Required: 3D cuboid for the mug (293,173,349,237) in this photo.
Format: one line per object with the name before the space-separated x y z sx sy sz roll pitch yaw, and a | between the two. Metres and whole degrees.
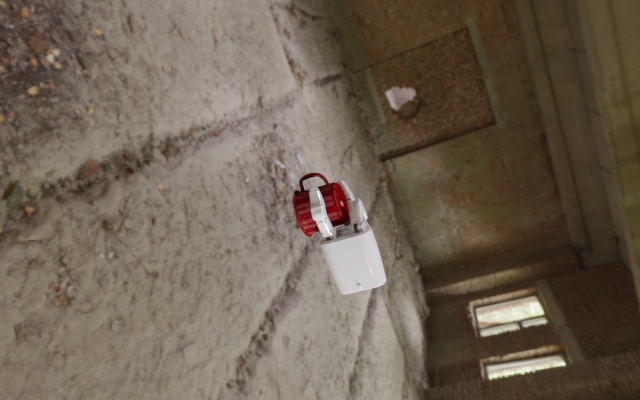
mug | 0.000 0.002 0.899 0.081 0.117 0.093 -17 10 17
